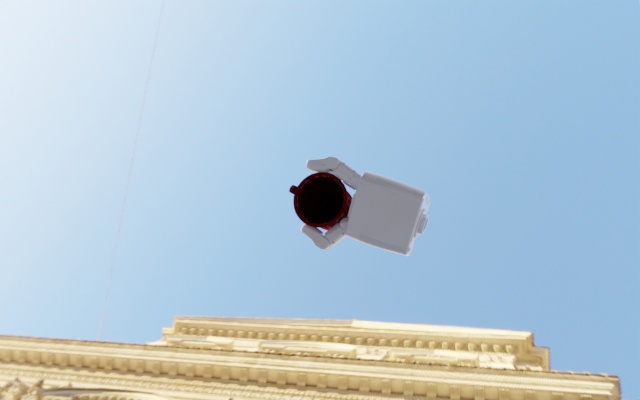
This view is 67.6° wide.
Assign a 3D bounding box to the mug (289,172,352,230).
[{"bbox_3d":[-0.001,0.002,0.820,0.117,0.093,0.081,20,-5,20],"label":"mug"}]
